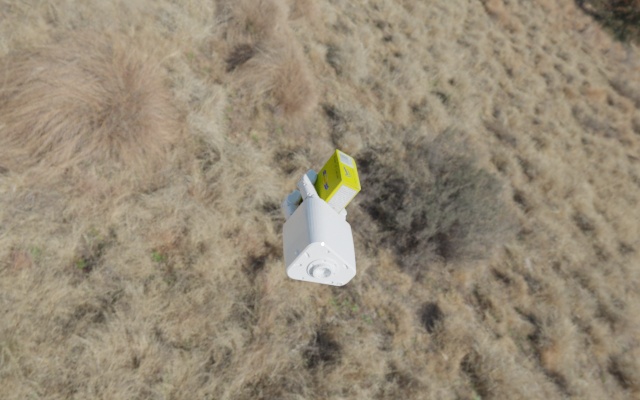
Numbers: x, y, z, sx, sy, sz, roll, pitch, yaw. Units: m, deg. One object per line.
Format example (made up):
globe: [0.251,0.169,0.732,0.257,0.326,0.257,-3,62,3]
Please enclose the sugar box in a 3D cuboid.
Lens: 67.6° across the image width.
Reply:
sugar box: [0.000,0.003,0.860,0.048,0.176,0.093,26,33,-25]
